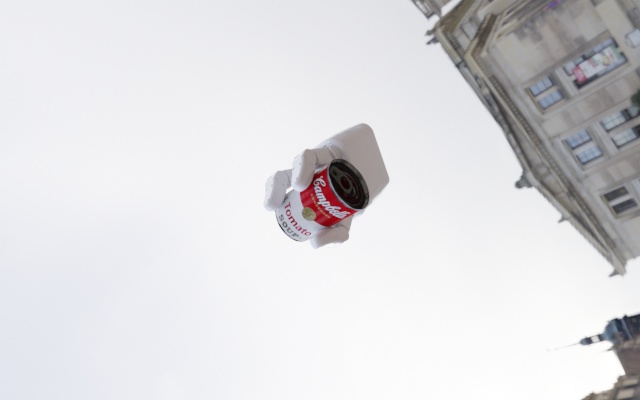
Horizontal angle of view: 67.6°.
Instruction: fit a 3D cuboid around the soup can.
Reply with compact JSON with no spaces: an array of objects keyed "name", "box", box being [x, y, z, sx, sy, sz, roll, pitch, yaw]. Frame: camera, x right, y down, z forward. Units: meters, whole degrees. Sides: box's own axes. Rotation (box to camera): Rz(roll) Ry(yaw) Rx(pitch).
[{"name":"soup can","box":[0.000,0.002,0.589,0.102,0.068,0.068,-33,-21,37]}]
